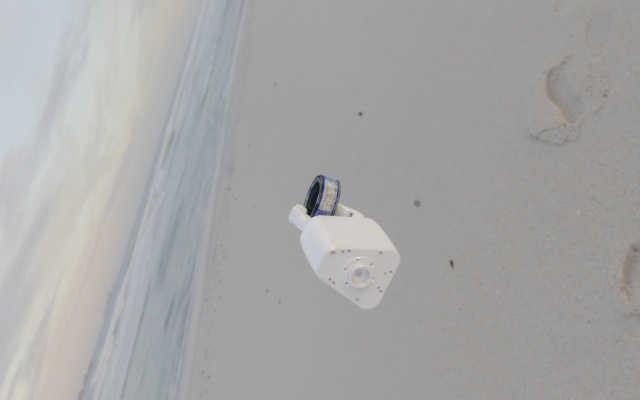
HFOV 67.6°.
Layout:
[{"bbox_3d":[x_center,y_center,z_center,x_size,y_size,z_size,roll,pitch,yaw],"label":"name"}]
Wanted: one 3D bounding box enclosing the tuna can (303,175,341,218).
[{"bbox_3d":[0.000,0.002,0.770,0.034,0.086,0.086,18,-5,-15],"label":"tuna can"}]
